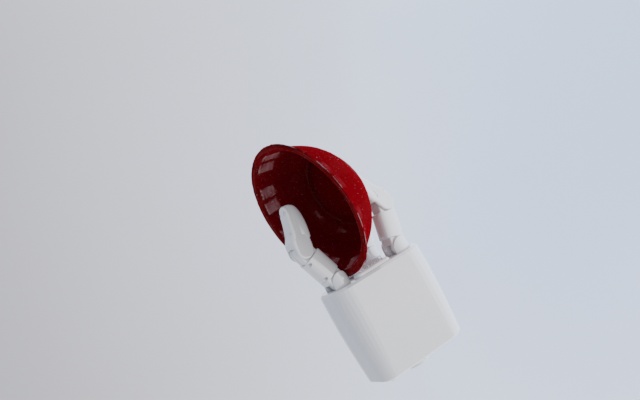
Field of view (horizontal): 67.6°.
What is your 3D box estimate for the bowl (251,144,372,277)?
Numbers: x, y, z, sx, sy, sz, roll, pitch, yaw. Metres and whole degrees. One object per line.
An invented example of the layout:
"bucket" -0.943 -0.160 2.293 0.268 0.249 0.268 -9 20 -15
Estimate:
"bowl" 0.000 0.000 0.510 0.055 0.162 0.162 -38 23 -33
